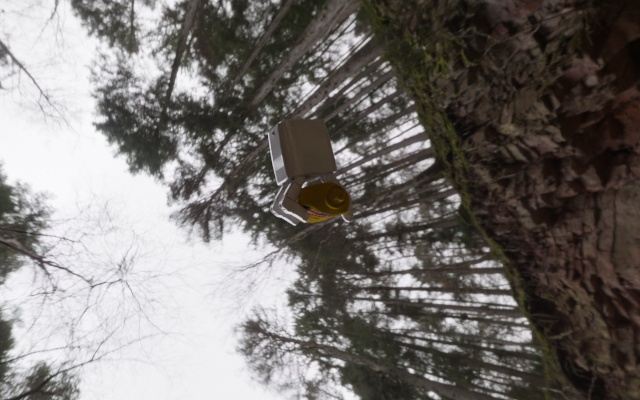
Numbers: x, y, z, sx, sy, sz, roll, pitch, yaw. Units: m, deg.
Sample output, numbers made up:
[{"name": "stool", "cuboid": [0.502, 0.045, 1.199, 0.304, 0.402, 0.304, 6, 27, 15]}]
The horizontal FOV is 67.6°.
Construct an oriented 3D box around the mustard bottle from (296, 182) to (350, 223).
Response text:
[{"name": "mustard bottle", "cuboid": [0.000, 0.003, 0.889, 0.096, 0.058, 0.191, 16, -14, -19]}]
